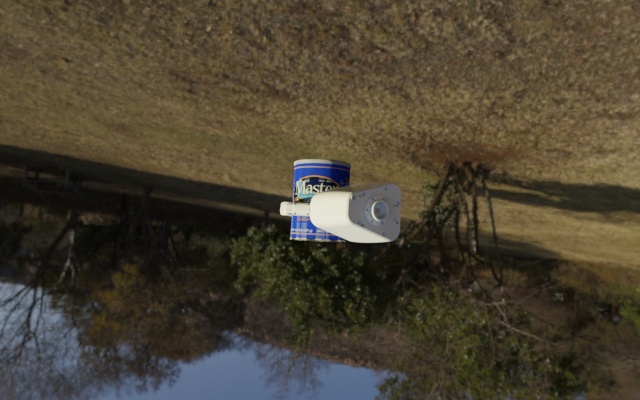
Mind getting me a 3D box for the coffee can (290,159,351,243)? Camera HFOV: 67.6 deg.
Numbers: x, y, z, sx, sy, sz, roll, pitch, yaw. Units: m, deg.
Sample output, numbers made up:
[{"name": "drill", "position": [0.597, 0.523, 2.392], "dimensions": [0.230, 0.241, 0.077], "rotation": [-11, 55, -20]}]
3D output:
[{"name": "coffee can", "position": [0.000, 0.003, 0.857], "dimensions": [0.103, 0.140, 0.103], "rotation": [3, -4, 0]}]
